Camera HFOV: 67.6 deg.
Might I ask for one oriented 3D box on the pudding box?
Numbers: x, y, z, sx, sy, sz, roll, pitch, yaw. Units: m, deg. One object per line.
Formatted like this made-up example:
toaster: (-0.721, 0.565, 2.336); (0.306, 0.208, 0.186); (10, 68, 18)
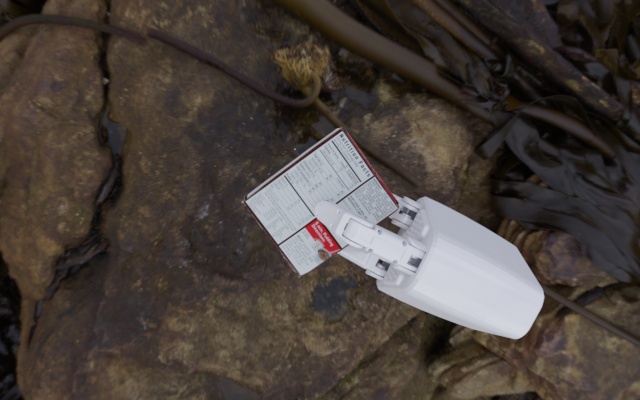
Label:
pudding box: (0.000, 0.001, 0.431); (0.113, 0.090, 0.039); (-36, 7, 1)
